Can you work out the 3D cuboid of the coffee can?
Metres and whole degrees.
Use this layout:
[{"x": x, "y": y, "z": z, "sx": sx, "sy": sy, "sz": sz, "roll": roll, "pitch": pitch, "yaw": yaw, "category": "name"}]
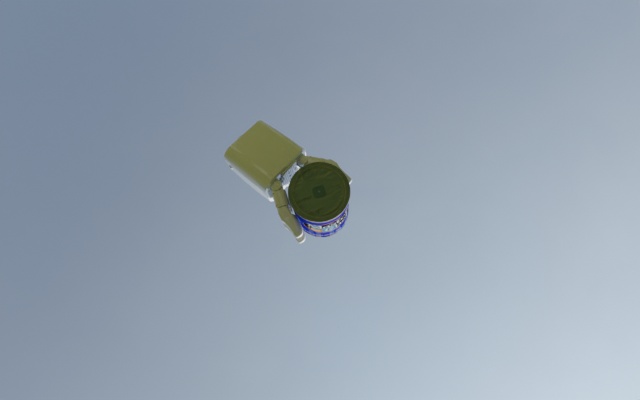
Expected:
[{"x": 0.000, "y": 0.003, "z": 0.845, "sx": 0.103, "sy": 0.102, "sz": 0.140, "roll": 0, "pitch": -15, "yaw": 2, "category": "coffee can"}]
